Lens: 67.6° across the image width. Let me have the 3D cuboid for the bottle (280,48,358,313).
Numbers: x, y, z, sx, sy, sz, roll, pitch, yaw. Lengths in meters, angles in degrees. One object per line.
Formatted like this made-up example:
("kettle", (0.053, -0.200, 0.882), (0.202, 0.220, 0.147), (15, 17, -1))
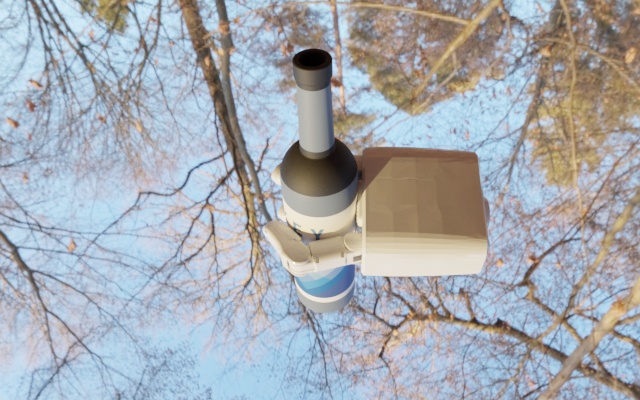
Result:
("bottle", (0.000, 0.002, 0.432), (0.069, 0.069, 0.296), (0, -41, 3))
